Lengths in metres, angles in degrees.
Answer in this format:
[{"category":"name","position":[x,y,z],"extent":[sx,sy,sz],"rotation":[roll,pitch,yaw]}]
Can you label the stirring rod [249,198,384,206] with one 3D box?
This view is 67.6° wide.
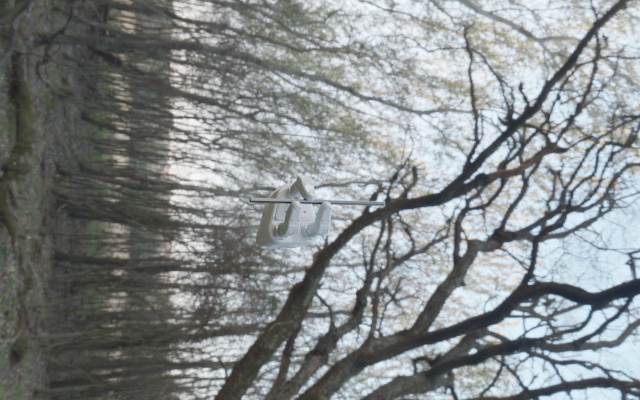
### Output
[{"category":"stirring rod","position":[0.000,0.003,0.798],"extent":[0.239,0.011,0.011],"rotation":[2,-1,-23]}]
